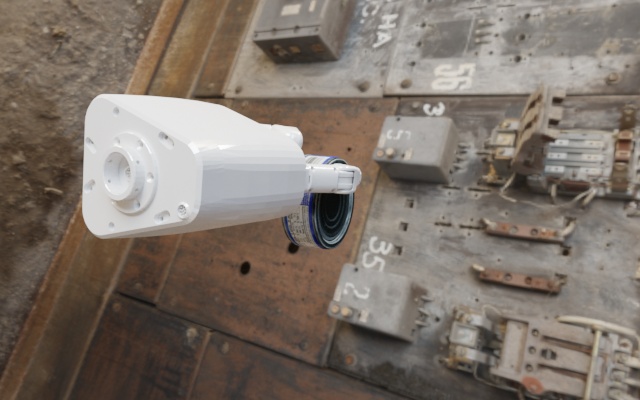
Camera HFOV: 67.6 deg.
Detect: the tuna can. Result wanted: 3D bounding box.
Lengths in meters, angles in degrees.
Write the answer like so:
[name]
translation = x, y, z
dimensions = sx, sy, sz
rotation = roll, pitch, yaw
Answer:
[tuna can]
translation = 0.001, 0.001, 0.438
dimensions = 0.034, 0.086, 0.086
rotation = 6, 3, 27
